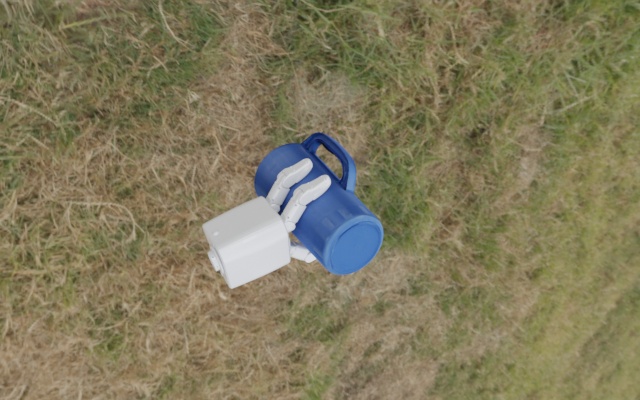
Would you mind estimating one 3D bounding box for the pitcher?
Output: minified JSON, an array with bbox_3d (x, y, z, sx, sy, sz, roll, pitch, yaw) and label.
[{"bbox_3d":[0.000,0.003,0.789,0.145,0.149,0.242,-24,40,-19],"label":"pitcher"}]
